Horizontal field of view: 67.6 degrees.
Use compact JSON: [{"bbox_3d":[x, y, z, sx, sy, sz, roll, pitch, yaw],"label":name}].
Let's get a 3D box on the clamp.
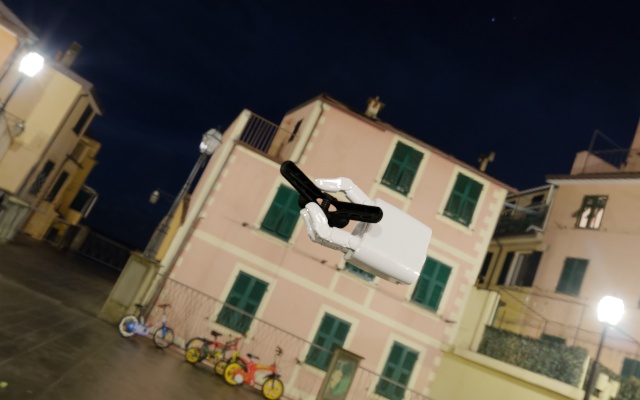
[{"bbox_3d":[0.001,0.002,0.772,0.164,0.036,0.210,30,-15,-4],"label":"clamp"}]
